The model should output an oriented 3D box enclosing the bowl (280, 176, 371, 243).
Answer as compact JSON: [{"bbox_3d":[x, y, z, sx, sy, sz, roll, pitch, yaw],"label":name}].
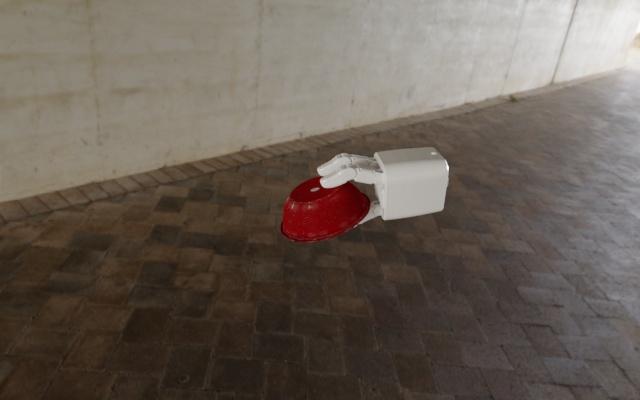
[{"bbox_3d":[-0.001,0.003,0.803,0.162,0.055,0.162,-16,26,8],"label":"bowl"}]
